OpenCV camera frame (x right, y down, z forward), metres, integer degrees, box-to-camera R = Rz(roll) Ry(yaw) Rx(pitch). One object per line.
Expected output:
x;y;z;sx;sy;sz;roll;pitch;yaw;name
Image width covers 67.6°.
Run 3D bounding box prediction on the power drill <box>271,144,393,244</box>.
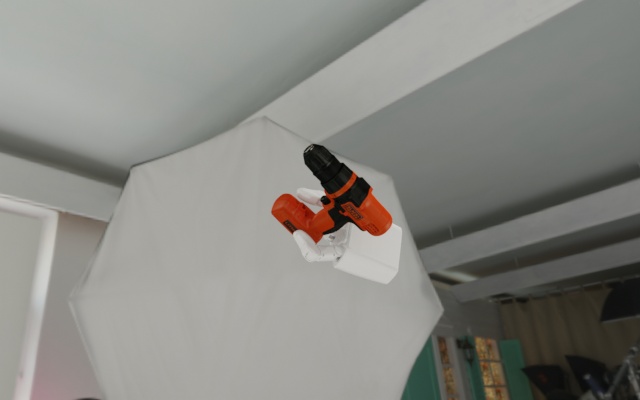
0.000;0.003;0.782;0.188;0.184;0.057;-22;27;49;power drill
